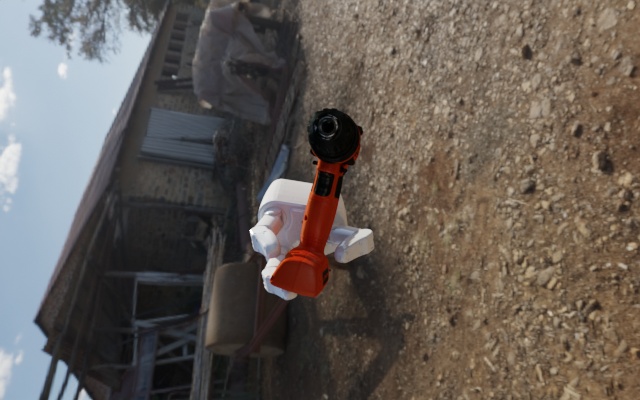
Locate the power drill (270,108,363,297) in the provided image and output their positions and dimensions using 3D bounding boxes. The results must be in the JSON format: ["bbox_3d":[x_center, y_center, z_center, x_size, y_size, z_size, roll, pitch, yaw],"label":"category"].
[{"bbox_3d":[0.000,0.002,0.505,0.057,0.187,0.184,17,2,8],"label":"power drill"}]
